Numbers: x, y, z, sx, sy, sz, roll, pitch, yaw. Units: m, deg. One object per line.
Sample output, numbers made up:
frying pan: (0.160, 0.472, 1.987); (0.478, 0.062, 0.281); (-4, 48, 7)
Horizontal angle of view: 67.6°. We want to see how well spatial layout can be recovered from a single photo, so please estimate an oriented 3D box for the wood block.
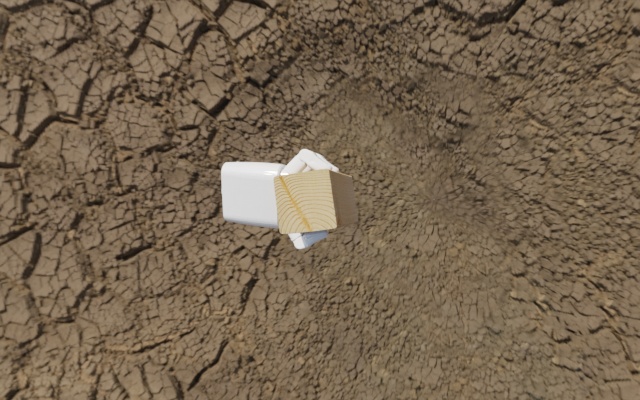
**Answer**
wood block: (0.000, 0.003, 0.805); (0.090, 0.091, 0.206); (-7, -2, 13)
